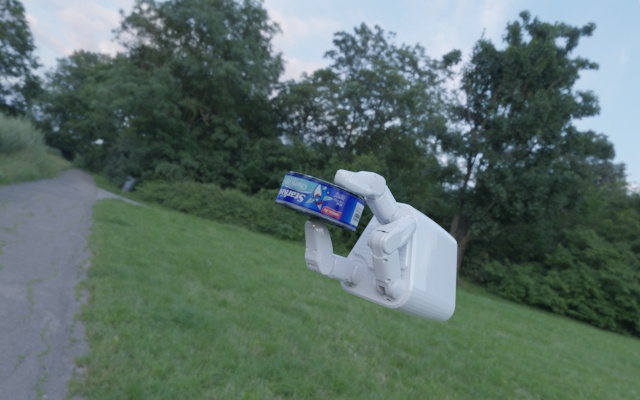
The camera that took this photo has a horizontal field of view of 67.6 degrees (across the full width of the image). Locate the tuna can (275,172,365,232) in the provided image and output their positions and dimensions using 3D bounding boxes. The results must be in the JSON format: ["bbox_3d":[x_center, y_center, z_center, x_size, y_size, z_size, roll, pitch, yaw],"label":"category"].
[{"bbox_3d":[0.000,0.001,0.477,0.086,0.034,0.086,20,-4,2],"label":"tuna can"}]
